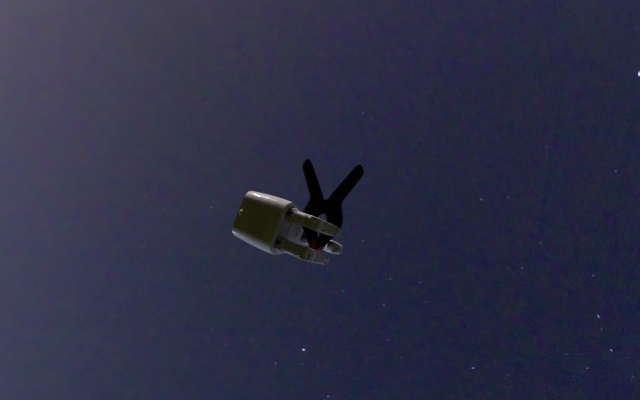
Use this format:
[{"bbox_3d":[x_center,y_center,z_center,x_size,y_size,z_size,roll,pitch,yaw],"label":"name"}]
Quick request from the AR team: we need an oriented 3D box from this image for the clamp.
[{"bbox_3d":[0.000,0.003,0.870,0.120,0.171,0.039,18,-5,33],"label":"clamp"}]
